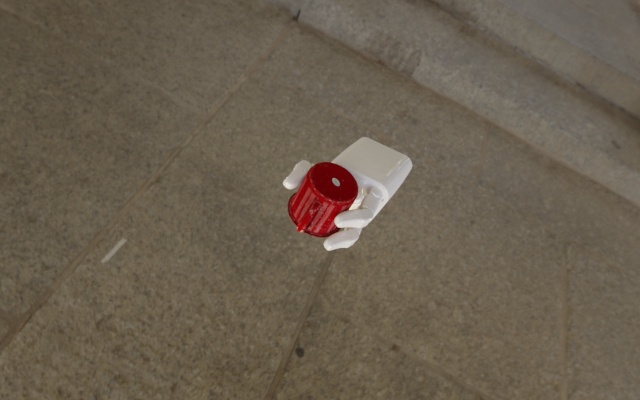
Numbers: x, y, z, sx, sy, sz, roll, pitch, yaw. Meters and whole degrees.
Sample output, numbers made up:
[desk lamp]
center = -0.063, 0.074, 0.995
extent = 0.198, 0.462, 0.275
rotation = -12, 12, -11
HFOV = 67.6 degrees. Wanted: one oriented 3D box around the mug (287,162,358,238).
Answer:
[mug]
center = -0.001, 0.003, 0.714
extent = 0.117, 0.093, 0.081
rotation = -47, -8, -43
